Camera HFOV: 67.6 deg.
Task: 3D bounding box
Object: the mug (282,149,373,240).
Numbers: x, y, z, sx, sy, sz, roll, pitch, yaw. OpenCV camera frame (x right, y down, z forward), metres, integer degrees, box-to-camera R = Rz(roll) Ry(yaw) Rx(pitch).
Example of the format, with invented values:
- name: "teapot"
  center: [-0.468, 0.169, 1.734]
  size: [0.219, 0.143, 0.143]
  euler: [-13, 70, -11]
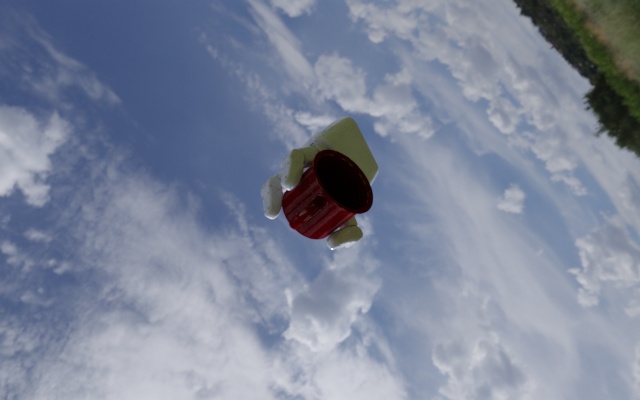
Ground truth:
- name: "mug"
  center: [-0.001, 0.003, 0.590]
  size: [0.081, 0.093, 0.117]
  euler: [-41, 3, 37]
